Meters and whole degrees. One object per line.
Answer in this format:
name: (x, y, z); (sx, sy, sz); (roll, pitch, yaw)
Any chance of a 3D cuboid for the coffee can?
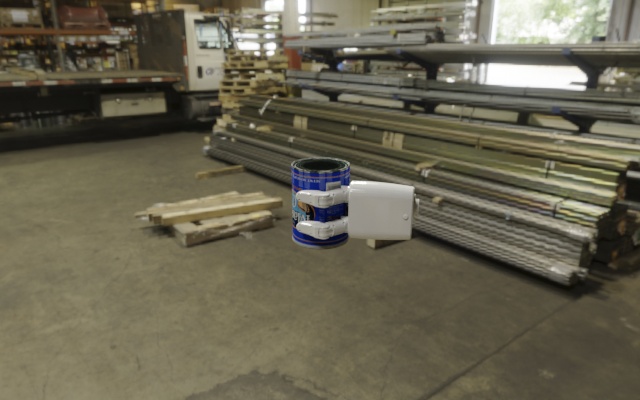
coffee can: (0.000, 0.003, 0.849); (0.103, 0.140, 0.102); (0, 18, 0)
